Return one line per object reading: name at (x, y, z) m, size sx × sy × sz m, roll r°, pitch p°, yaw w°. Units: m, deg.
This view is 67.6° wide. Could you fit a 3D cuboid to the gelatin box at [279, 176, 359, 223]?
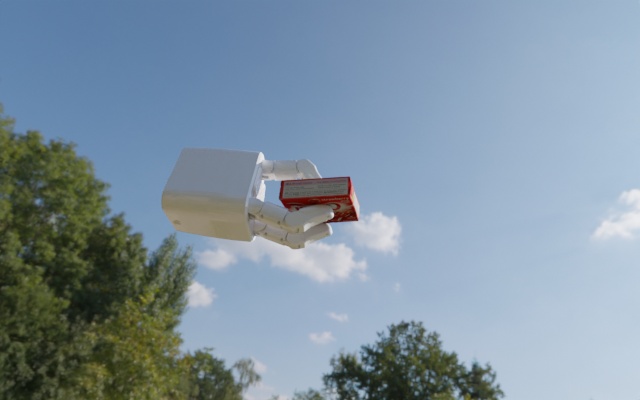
gelatin box at (0.000, 0.002, 0.601) m, size 0.089 × 0.030 × 0.073 m, roll -4°, pitch -28°, yaw 12°
